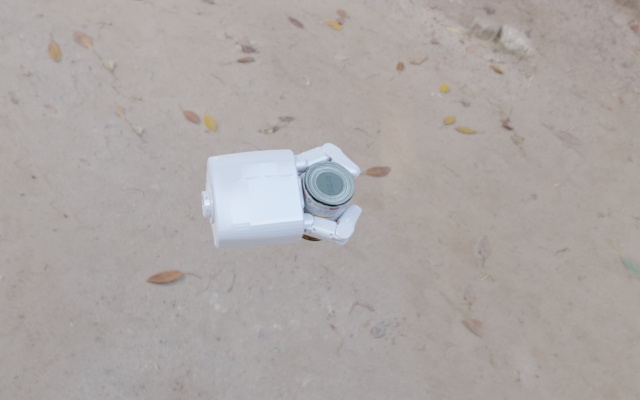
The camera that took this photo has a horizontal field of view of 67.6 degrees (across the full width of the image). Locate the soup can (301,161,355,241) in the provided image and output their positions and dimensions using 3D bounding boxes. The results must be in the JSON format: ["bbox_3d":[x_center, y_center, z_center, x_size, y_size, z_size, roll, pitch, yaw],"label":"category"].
[{"bbox_3d":[0.001,0.002,0.635,0.068,0.068,0.102,0,-30,-16],"label":"soup can"}]
